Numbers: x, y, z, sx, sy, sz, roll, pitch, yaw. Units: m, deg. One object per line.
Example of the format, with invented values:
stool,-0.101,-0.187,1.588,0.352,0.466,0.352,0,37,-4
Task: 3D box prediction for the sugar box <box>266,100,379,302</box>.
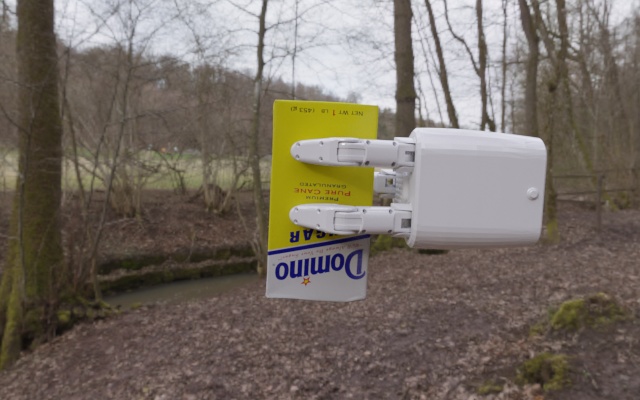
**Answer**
sugar box,0.000,0.001,0.434,0.093,0.176,0.048,2,4,-2
